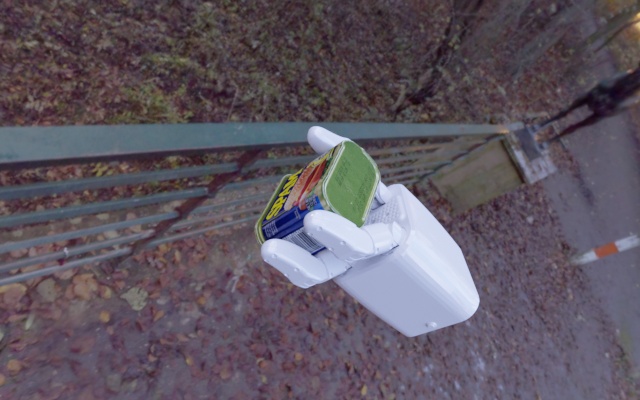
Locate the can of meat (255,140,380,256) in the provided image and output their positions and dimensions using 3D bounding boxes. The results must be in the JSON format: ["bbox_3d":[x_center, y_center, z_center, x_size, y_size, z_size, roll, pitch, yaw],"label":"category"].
[{"bbox_3d":[0.000,0.001,0.426,0.084,0.057,0.102,-31,22,37],"label":"can of meat"}]
